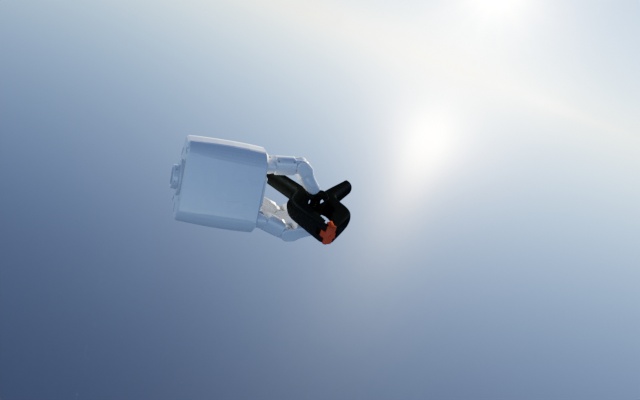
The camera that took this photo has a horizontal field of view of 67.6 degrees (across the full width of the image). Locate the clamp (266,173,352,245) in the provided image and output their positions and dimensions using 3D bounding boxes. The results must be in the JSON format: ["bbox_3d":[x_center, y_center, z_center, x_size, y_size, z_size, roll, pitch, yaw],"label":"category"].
[{"bbox_3d":[0.000,0.002,0.720,0.164,0.036,0.210,7,24,-23],"label":"clamp"}]
